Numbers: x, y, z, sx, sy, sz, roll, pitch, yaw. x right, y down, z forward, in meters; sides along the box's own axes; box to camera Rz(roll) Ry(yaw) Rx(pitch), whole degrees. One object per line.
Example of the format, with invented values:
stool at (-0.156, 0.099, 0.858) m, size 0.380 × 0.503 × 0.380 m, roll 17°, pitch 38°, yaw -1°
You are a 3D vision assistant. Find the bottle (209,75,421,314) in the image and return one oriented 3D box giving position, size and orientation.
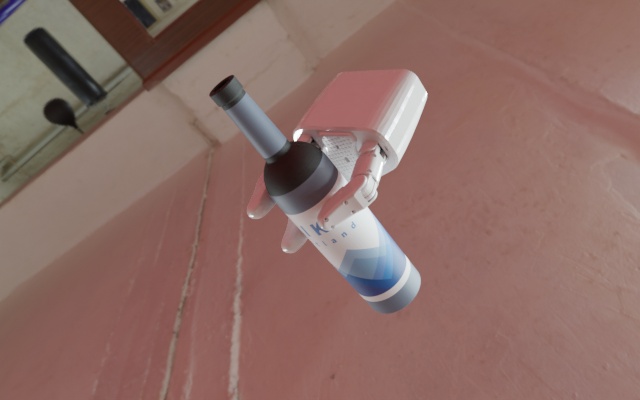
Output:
bottle at (0.000, 0.002, 0.472) m, size 0.069 × 0.069 × 0.296 m, roll 0°, pitch -42°, yaw 50°
